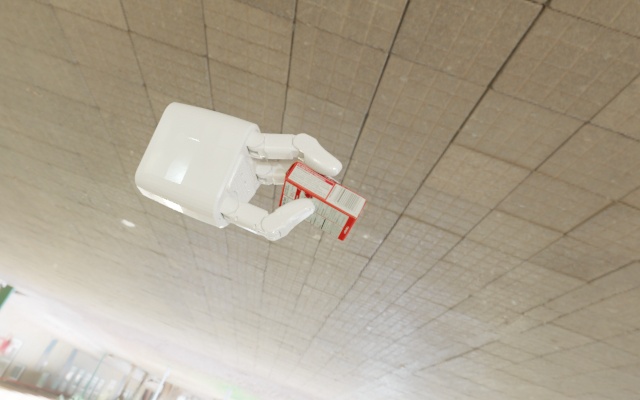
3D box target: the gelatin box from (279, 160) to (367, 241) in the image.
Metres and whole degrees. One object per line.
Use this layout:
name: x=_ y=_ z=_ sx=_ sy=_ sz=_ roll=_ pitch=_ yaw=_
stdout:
gelatin box: x=0.000 y=0.002 z=0.529 sx=0.089 sy=0.030 sz=0.073 roll=29 pitch=-26 yaw=4
